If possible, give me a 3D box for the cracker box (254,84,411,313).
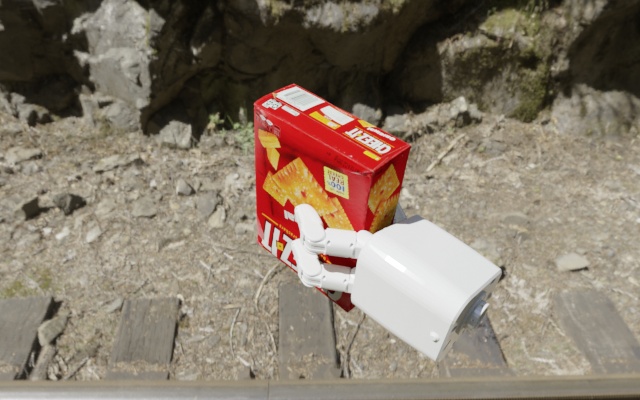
[{"bbox_3d":[0.000,0.002,0.541,0.164,0.214,0.072,34,48,29],"label":"cracker box"}]
